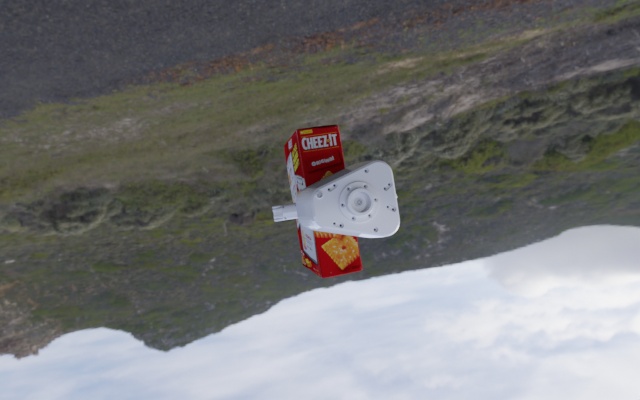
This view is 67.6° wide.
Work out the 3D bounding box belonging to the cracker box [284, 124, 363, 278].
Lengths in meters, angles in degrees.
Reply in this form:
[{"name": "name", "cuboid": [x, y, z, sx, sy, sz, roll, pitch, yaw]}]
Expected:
[{"name": "cracker box", "cuboid": [0.000, 0.003, 0.750, 0.072, 0.213, 0.164, -9, 0, -11]}]
